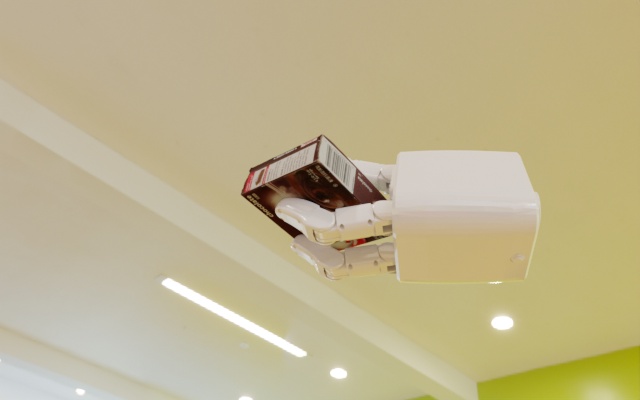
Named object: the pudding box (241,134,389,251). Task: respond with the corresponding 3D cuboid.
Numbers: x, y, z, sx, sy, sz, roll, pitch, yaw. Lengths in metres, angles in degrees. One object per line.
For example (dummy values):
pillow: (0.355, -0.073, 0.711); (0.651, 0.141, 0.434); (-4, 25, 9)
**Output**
pudding box: (0.000, 0.001, 0.433); (0.090, 0.039, 0.113); (-22, -51, 33)
